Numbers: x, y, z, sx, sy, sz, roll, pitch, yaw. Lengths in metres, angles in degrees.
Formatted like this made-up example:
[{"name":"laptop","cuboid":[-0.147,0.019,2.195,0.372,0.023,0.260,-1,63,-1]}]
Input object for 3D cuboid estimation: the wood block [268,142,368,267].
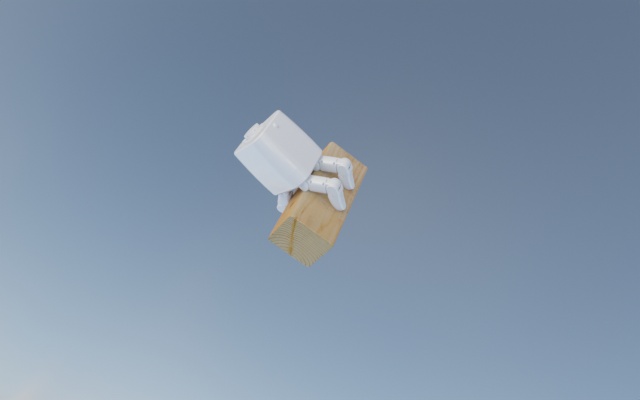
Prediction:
[{"name":"wood block","cuboid":[0.000,0.003,0.858,0.090,0.206,0.091,36,-43,-9]}]
